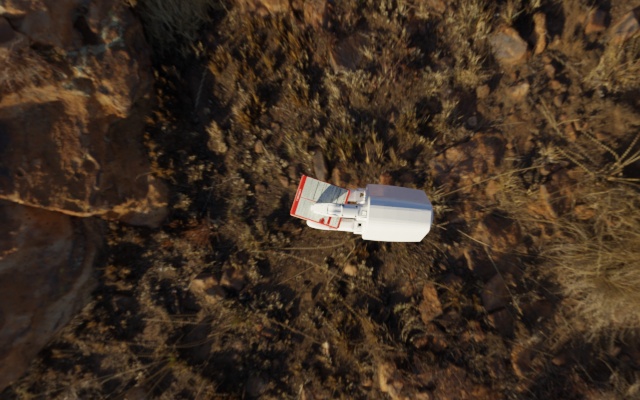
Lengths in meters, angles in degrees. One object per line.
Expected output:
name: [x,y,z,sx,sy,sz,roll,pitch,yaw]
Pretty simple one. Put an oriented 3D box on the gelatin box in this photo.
gelatin box: [0.000,0.003,0.834,0.089,0.073,0.030,18,1,-2]
